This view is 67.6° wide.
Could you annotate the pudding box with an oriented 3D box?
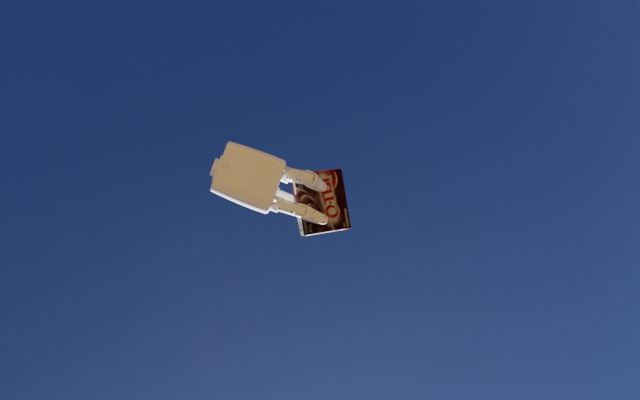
[{"bbox_3d":[0.000,0.003,0.859,0.090,0.113,0.039,-8,-3,-16],"label":"pudding box"}]
